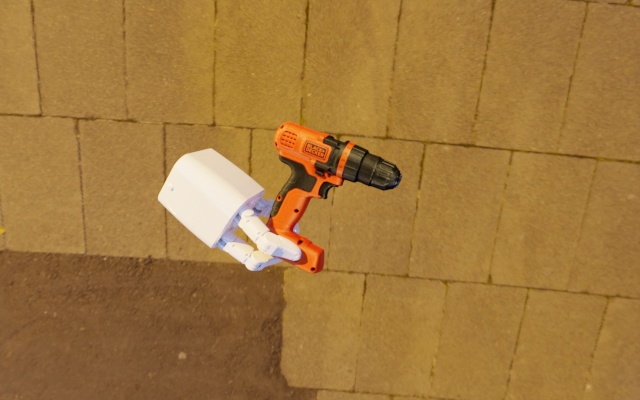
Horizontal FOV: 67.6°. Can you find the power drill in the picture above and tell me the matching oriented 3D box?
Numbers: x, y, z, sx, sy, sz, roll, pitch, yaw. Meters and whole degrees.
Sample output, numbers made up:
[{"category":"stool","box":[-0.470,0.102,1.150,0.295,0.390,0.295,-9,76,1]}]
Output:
[{"category":"power drill","box":[0.000,0.003,0.670,0.184,0.188,0.057,23,9,13]}]
